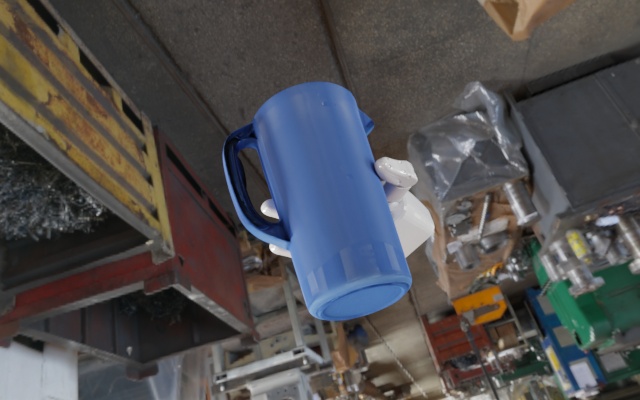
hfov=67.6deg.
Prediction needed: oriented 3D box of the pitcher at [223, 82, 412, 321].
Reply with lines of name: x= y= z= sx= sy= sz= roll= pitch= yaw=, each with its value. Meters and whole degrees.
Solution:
pitcher: x=0.000 y=0.002 z=0.523 sx=0.149 sy=0.242 sz=0.145 roll=-30 pitch=-32 yaw=23
